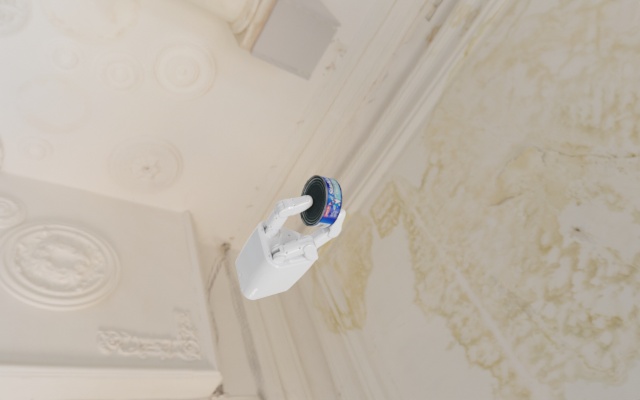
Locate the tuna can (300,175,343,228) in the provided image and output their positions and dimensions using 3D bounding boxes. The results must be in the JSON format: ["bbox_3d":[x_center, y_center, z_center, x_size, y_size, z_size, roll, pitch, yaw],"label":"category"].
[{"bbox_3d":[0.001,0.003,0.792,0.034,0.086,0.086,10,-5,-31],"label":"tuna can"}]
